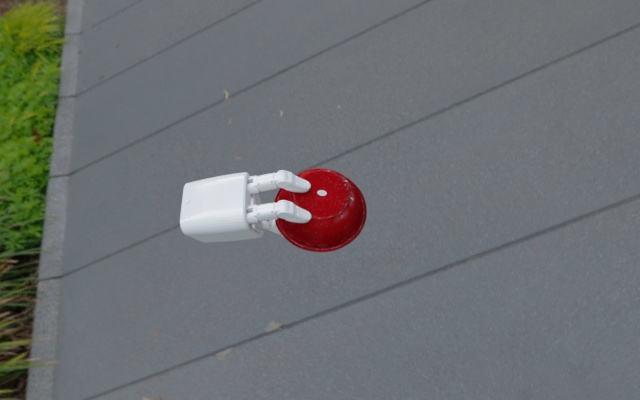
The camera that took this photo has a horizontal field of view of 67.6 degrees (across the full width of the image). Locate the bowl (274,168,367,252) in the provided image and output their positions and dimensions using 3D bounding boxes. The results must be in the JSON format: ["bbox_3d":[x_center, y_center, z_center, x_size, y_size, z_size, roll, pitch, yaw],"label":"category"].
[{"bbox_3d":[0.001,0.002,0.798,0.162,0.162,0.055,0,-30,-2],"label":"bowl"}]
